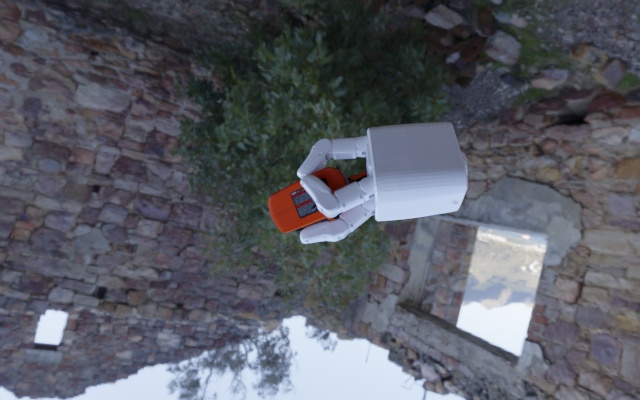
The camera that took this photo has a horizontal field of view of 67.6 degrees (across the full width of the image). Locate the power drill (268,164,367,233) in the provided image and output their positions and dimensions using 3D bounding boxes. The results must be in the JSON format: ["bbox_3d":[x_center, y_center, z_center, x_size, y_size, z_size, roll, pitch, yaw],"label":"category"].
[{"bbox_3d":[0.000,0.002,0.674,0.184,0.057,0.187,-26,-5,18],"label":"power drill"}]
